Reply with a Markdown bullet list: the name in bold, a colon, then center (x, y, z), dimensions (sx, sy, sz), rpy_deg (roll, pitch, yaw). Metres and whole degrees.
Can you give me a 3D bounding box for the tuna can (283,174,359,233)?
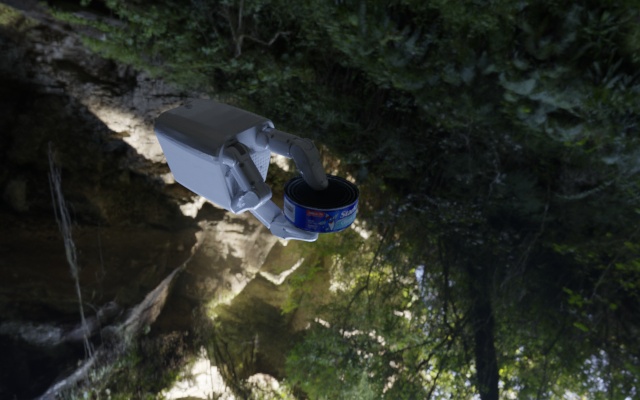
- **tuna can**: center (0.000, 0.002, 0.547), dimensions (0.086, 0.034, 0.086), rpy_deg (4, 29, -2)
